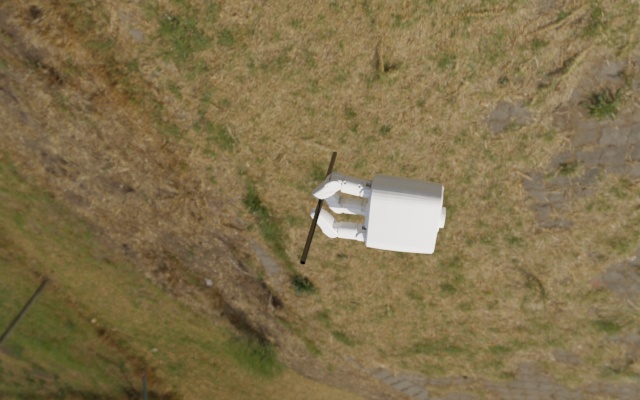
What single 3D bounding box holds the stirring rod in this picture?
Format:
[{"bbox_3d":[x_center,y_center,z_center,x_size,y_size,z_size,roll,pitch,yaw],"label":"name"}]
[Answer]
[{"bbox_3d":[0.000,0.002,0.751,0.011,0.239,0.011,9,-43,8],"label":"stirring rod"}]
